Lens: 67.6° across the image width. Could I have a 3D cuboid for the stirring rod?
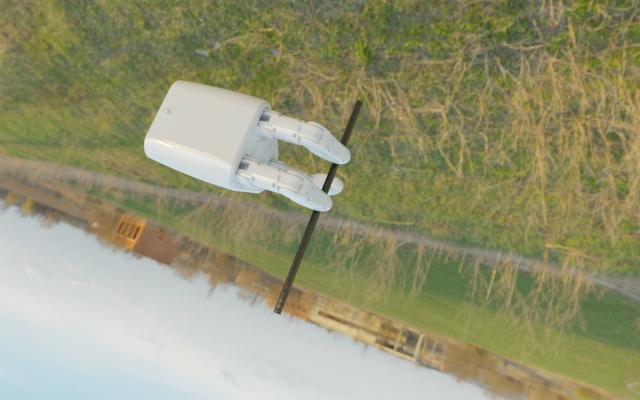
[{"bbox_3d":[0.000,0.002,0.494,0.011,0.239,0.011,20,-14,5],"label":"stirring rod"}]
